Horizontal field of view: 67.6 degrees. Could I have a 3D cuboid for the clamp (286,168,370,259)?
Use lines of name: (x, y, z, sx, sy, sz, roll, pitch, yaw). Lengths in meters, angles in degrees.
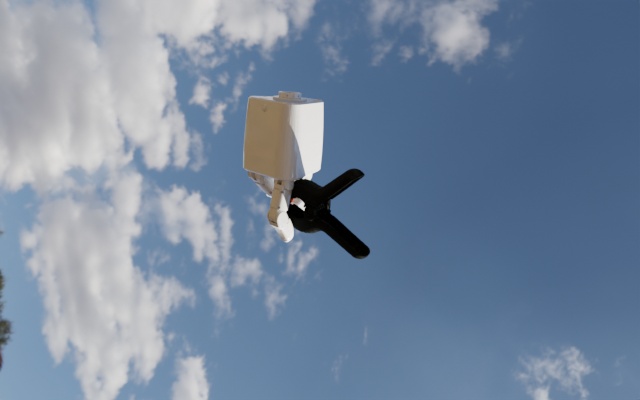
clamp: (0.000, 0.002, 0.660, 0.171, 0.120, 0.039, 18, 21, 37)
